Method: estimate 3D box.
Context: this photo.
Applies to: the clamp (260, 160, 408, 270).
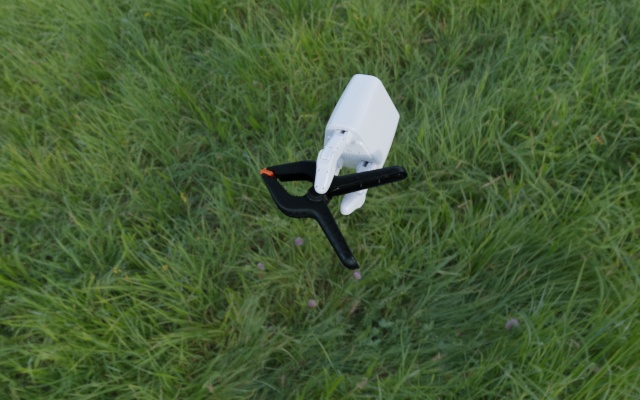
[{"bbox_3d":[0.000,0.001,0.679,0.210,0.164,0.036,14,-26,22],"label":"clamp"}]
